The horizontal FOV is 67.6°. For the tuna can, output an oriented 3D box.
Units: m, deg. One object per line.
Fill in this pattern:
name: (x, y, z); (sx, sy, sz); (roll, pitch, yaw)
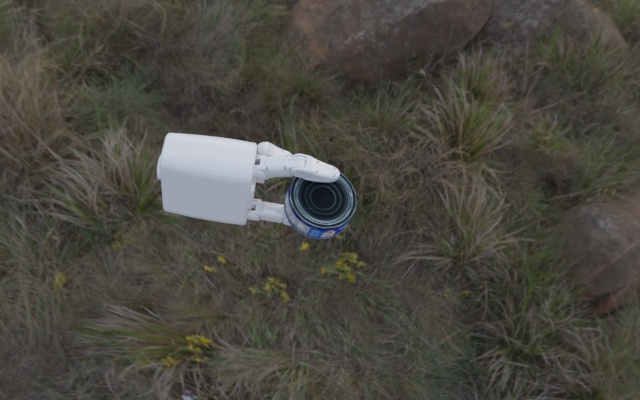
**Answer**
tuna can: (0.000, 0.002, 0.582); (0.086, 0.086, 0.034); (0, -25, -15)
